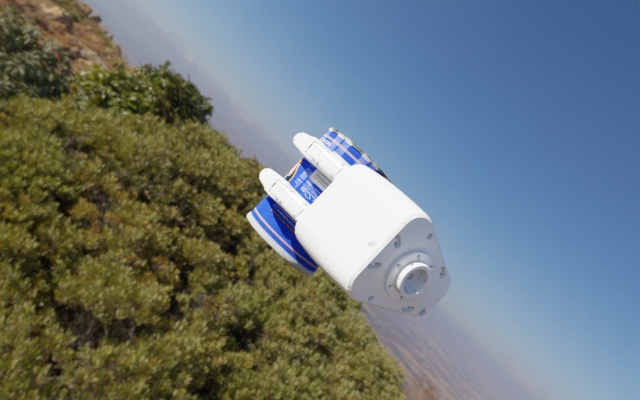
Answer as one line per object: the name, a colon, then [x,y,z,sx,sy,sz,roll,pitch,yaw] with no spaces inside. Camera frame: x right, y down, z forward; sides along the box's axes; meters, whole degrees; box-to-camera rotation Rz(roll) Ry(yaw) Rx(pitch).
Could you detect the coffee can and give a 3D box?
coffee can: [0.000,0.002,0.552,0.103,0.140,0.103,43,1,-1]
